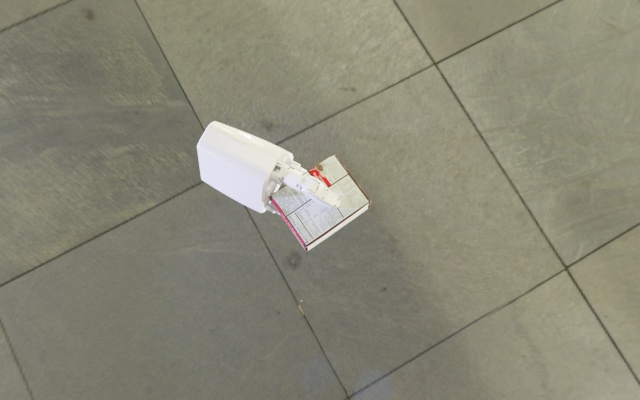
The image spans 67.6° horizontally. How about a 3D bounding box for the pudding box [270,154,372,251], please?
[{"bbox_3d":[0.000,0.002,0.664,0.113,0.090,0.039,-34,-11,-7],"label":"pudding box"}]
